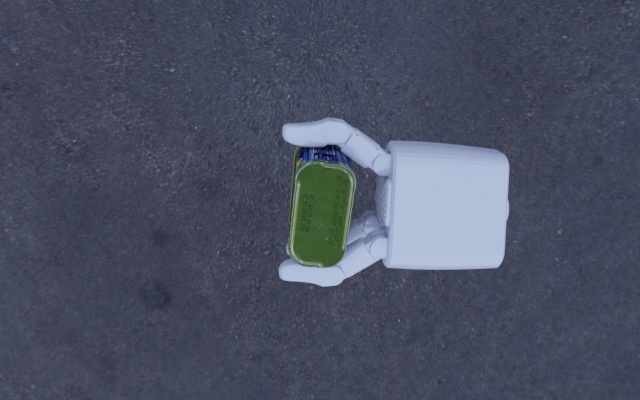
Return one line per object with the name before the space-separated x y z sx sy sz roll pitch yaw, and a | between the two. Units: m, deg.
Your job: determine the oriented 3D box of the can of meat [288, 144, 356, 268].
can of meat | 0.000 0.001 0.442 0.057 0.102 0.084 5 18 -3
